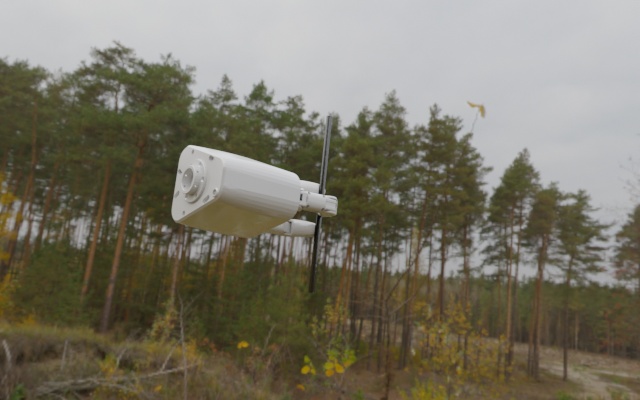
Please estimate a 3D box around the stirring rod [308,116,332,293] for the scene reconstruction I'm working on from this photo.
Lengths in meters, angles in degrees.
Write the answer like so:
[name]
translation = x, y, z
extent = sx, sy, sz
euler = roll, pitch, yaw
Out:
[stirring rod]
translation = 0.000, 0.002, 0.640
extent = 0.011, 0.239, 0.011
euler = 6, -9, 1
